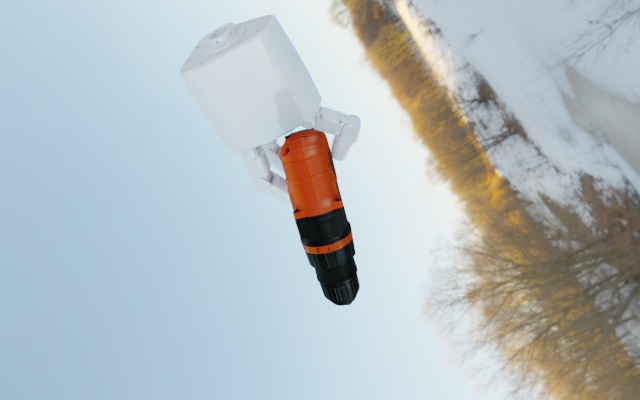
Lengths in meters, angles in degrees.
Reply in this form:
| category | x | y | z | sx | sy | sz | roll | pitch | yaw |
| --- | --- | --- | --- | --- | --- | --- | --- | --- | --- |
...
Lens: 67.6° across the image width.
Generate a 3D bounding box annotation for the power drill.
| category | x | y | z | sx | sy | sz | roll | pitch | yaw |
| --- | --- | --- | --- | --- | --- | --- | --- | --- | --- |
| power drill | 0.000 | 0.001 | 0.539 | 0.057 | 0.184 | 0.187 | -14 | 20 | 0 |
